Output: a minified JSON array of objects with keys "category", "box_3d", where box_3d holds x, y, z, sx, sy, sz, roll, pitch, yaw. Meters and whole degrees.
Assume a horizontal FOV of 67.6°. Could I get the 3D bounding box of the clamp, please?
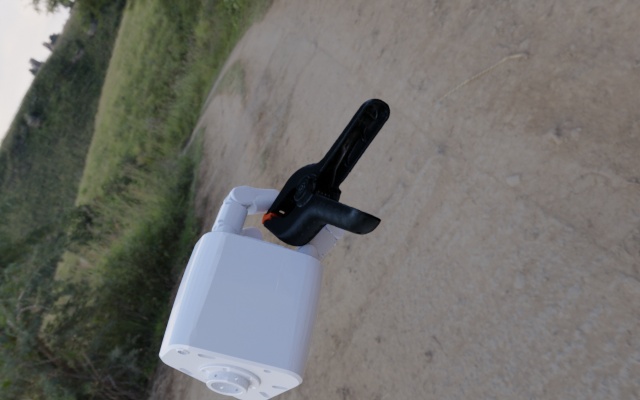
[{"category":"clamp","box_3d":[-0.001,0.001,0.412,0.039,0.120,0.171,28,-44,-20]}]
